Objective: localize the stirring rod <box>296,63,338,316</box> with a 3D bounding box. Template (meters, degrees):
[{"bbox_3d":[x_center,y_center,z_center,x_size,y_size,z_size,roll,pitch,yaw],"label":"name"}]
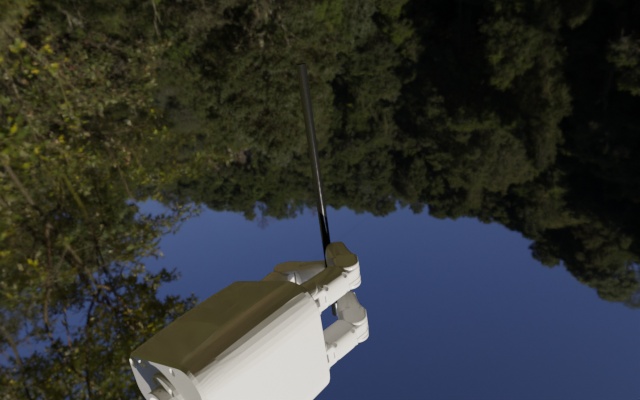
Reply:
[{"bbox_3d":[0.000,0.001,0.427,0.011,0.240,0.011,-7,22,3],"label":"stirring rod"}]
